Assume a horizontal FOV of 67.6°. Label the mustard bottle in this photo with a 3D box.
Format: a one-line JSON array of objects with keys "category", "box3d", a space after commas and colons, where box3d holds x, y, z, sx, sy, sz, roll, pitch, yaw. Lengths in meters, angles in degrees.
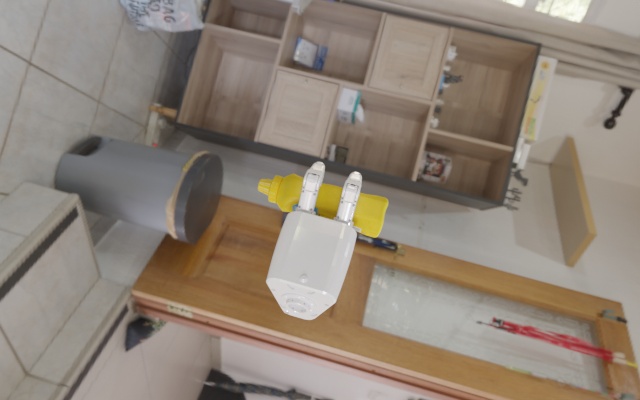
[{"category": "mustard bottle", "box3d": [0.000, 0.002, 0.708, 0.191, 0.058, 0.096, 15, -11, 5]}]
